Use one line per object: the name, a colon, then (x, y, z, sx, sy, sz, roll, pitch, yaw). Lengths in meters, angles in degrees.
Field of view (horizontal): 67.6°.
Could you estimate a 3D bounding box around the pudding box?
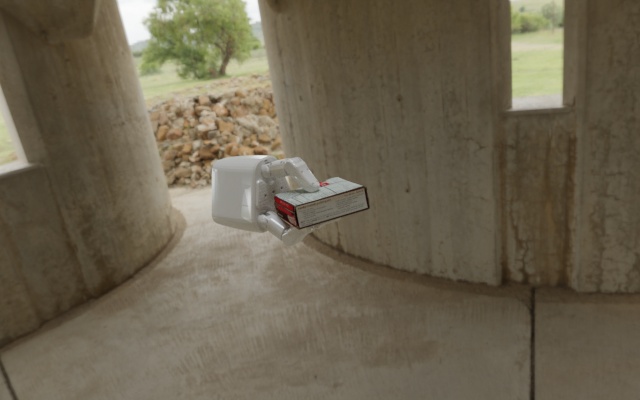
pudding box: (0.000, 0.002, 0.685, 0.113, 0.039, 0.090, -18, 18, -19)
